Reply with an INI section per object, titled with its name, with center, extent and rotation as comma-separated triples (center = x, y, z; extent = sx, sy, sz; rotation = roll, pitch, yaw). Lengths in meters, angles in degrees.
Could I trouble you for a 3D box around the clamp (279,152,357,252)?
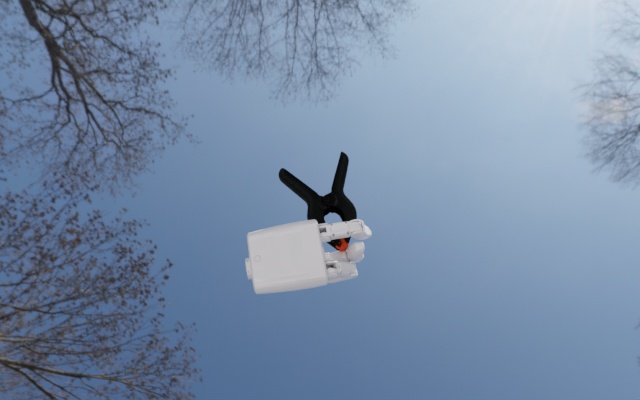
[clamp]
center = 0.000, 0.003, 0.771
extent = 0.120, 0.171, 0.039
rotation = -11, -27, 0
